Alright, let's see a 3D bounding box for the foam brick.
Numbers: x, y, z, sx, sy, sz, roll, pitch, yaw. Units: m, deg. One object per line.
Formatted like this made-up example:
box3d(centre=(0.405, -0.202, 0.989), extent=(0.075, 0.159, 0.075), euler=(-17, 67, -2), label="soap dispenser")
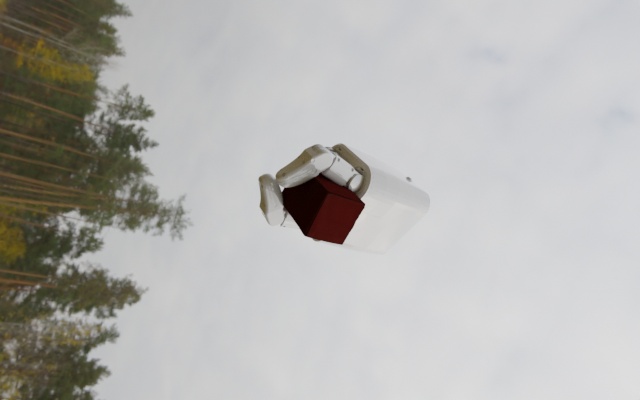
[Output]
box3d(centre=(0.000, 0.002, 0.502), extent=(0.051, 0.053, 0.078), euler=(18, 19, -34), label="foam brick")
